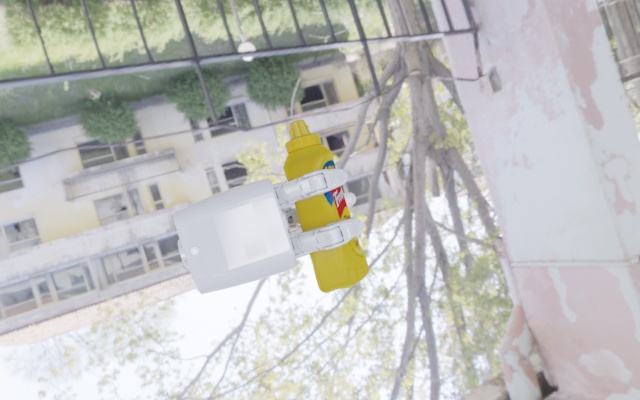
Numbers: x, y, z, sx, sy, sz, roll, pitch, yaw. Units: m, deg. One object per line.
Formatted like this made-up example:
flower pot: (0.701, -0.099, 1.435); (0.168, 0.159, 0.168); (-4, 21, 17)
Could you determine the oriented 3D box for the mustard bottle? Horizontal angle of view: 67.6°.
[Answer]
mustard bottle: (0.000, 0.002, 0.545); (0.058, 0.191, 0.096); (-18, 0, 18)
